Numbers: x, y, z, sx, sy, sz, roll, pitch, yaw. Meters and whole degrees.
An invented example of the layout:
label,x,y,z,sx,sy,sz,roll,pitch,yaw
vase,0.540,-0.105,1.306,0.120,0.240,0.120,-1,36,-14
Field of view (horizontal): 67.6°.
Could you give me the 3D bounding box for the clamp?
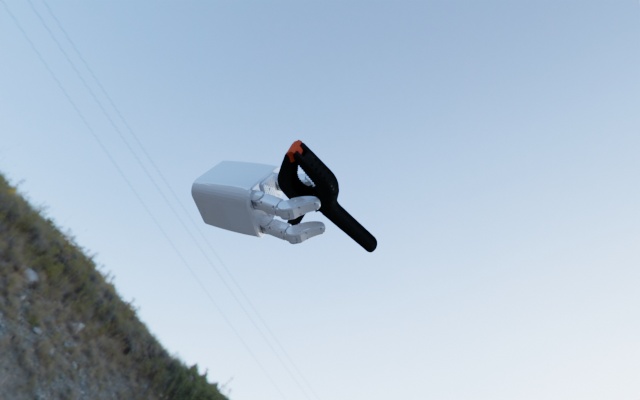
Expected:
label,x,y,z,sx,sy,sz,roll,pitch,yaw
clamp,0.000,0.001,0.712,0.164,0.036,0.210,10,-41,21
